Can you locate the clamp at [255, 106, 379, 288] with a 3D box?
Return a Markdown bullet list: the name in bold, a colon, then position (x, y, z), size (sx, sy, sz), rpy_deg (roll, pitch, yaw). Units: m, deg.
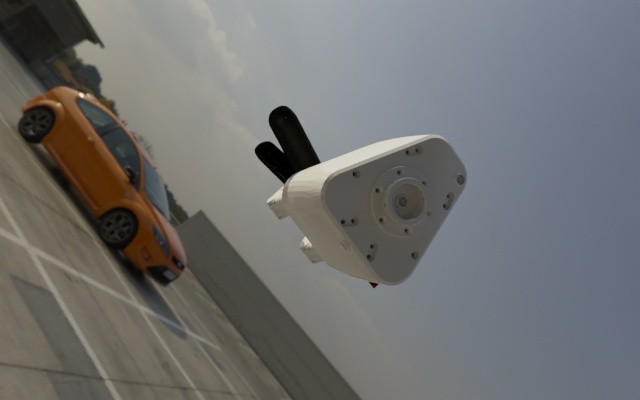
- **clamp**: position (0.001, 0.002, 0.510), size (0.036, 0.210, 0.164), rpy_deg (-39, 11, -12)
